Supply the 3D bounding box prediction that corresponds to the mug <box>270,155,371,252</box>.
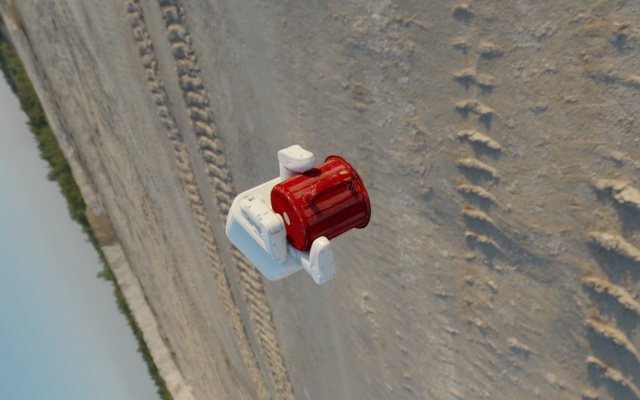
[{"bbox_3d":[0.000,0.001,0.525,0.081,0.093,0.117,-25,-11,-24],"label":"mug"}]
